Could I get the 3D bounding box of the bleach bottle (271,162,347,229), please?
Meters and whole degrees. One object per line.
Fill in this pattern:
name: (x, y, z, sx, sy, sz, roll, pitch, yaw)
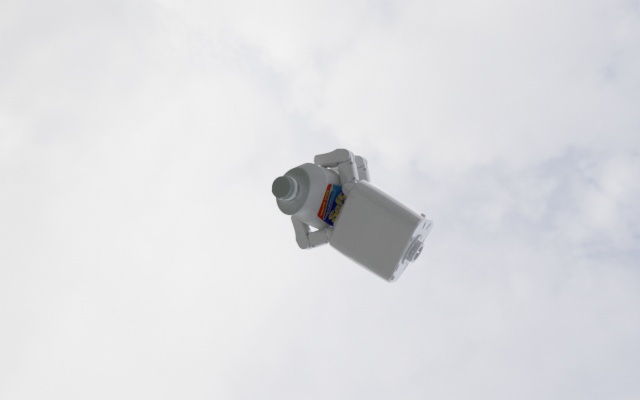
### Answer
bleach bottle: (0.000, 0.002, 0.707, 0.068, 0.102, 0.251, 32, 9, 24)
